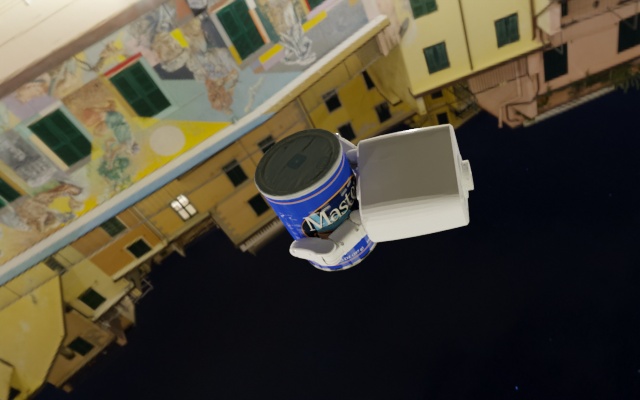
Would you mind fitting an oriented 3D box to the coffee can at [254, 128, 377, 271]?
[{"bbox_3d":[0.000,0.002,0.561,0.103,0.102,0.140,0,-40,30],"label":"coffee can"}]
